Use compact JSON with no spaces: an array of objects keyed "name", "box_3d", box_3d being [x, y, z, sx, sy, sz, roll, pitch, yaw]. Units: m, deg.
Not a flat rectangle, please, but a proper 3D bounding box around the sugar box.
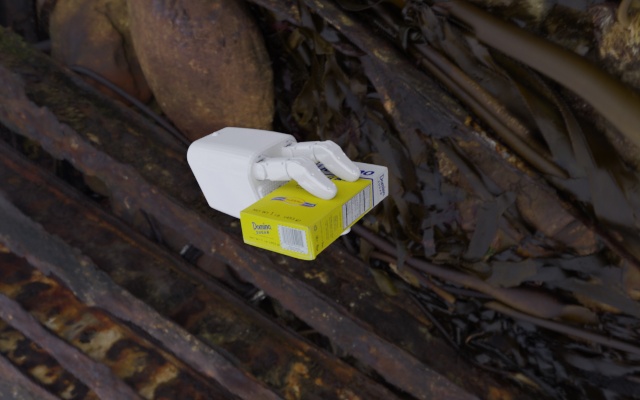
[{"name":"sugar box","box_3d":[0.000,0.001,0.555,0.093,0.048,0.176,12,32,31]}]
